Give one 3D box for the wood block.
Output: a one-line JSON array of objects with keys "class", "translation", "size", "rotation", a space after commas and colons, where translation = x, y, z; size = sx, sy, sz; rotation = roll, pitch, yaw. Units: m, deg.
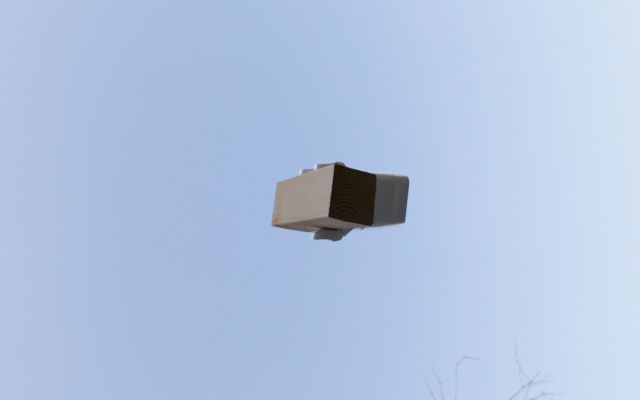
[{"class": "wood block", "translation": [0.000, 0.003, 0.857], "size": [0.090, 0.091, 0.206], "rotation": [12, -13, -30]}]
